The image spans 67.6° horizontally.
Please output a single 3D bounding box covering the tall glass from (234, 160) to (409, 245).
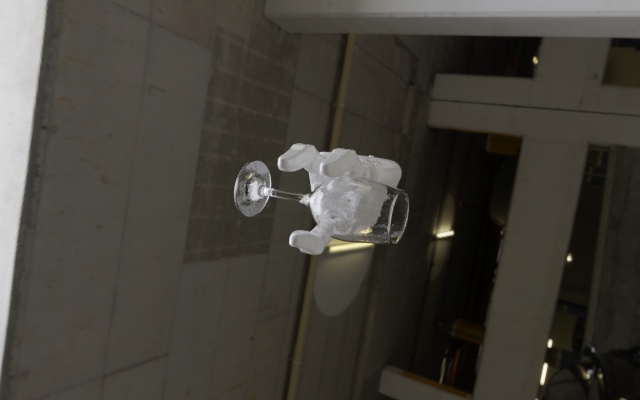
[{"bbox_3d":[-0.001,0.002,0.567,0.201,0.079,0.079,11,5,28],"label":"tall glass"}]
